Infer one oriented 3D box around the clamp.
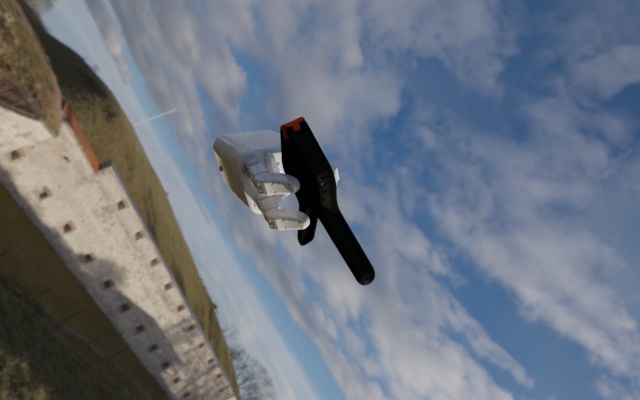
[{"bbox_3d":[0.001,0.001,0.592,0.036,0.210,0.164,-29,35,-24],"label":"clamp"}]
